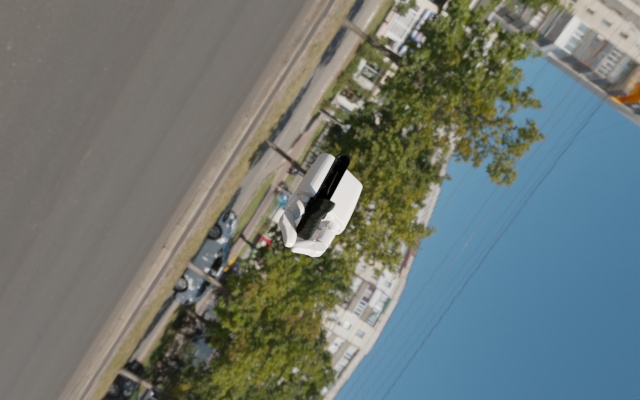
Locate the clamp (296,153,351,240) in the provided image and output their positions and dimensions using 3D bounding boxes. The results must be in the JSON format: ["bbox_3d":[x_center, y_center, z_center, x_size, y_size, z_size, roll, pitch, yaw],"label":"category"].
[{"bbox_3d":[0.001,0.003,0.774,0.039,0.120,0.171,33,-36,-4],"label":"clamp"}]
